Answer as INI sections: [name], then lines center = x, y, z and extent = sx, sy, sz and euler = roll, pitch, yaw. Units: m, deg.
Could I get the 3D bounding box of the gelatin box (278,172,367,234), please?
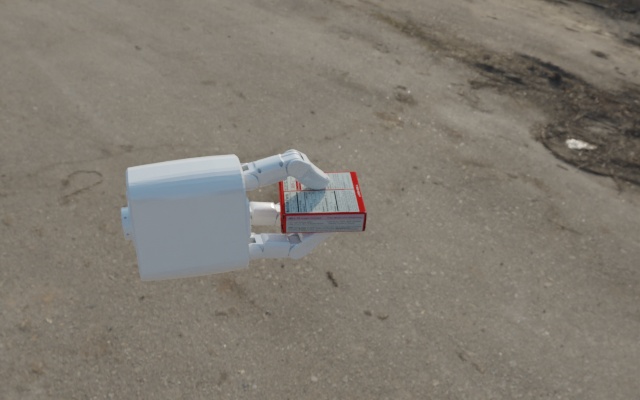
[gelatin box]
center = 0.000, 0.001, 0.516
extent = 0.089, 0.030, 0.073
euler = -2, 39, -6
